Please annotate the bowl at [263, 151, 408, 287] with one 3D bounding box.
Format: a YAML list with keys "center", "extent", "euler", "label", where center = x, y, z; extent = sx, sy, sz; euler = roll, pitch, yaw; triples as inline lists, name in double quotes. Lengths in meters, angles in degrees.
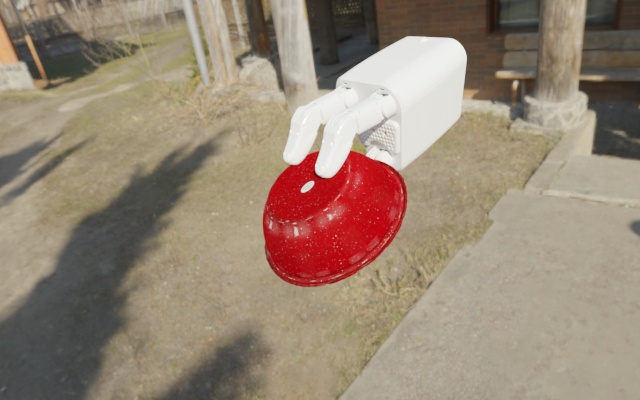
- center: [-0.001, 0.002, 0.468]
  extent: [0.162, 0.162, 0.055]
  euler: [0, -38, 37]
  label: "bowl"
